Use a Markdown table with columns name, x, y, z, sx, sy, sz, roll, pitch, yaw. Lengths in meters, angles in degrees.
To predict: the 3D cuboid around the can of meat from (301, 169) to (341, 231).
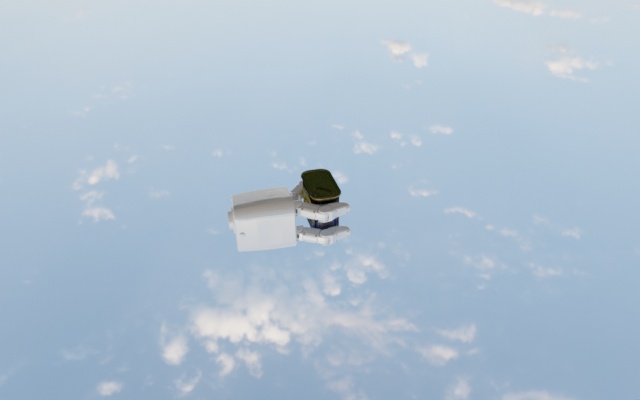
| name | x | y | z | sx | sy | sz | roll | pitch | yaw |
| --- | --- | --- | --- | --- | --- | --- | --- | --- | --- |
| can of meat | 0.000 | 0.003 | 0.884 | 0.057 | 0.084 | 0.102 | -9 | 35 | -13 |
